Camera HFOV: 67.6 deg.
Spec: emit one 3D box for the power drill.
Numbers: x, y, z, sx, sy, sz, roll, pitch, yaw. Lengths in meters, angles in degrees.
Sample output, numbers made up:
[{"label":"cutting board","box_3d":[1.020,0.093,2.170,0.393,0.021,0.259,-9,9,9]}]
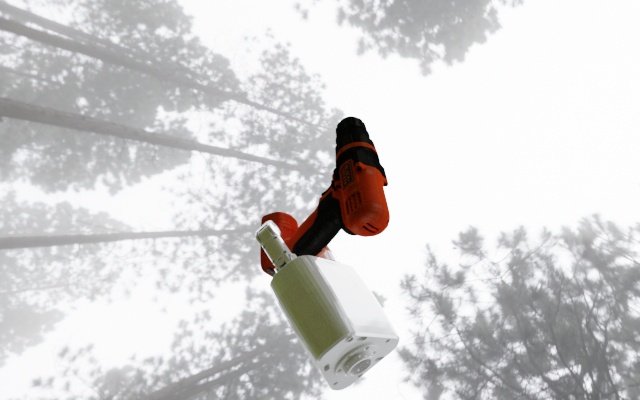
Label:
[{"label":"power drill","box_3d":[0.000,0.002,0.586,0.057,0.184,0.188,28,-54,-28]}]
